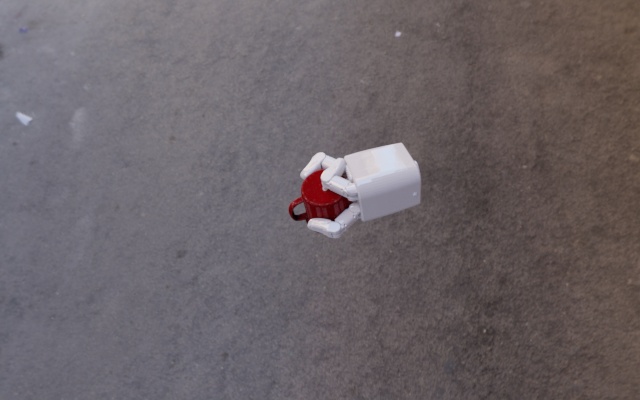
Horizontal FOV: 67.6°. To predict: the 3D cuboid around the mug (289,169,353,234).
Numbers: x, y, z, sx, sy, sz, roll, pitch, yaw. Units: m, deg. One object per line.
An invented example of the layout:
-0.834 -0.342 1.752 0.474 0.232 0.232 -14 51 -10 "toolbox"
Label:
-0.001 0.003 0.838 0.117 0.093 0.082 -16 -37 -2 "mug"
